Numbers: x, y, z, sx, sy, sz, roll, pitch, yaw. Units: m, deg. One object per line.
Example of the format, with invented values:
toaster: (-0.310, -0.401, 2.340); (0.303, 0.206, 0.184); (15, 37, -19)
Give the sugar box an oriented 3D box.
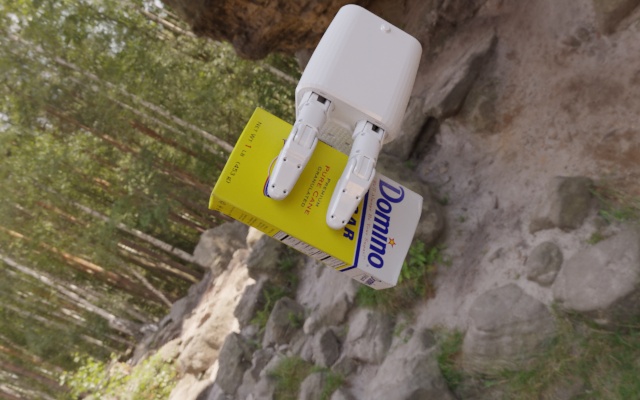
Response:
sugar box: (0.000, 0.001, 0.427); (0.176, 0.093, 0.048); (26, -21, -9)
